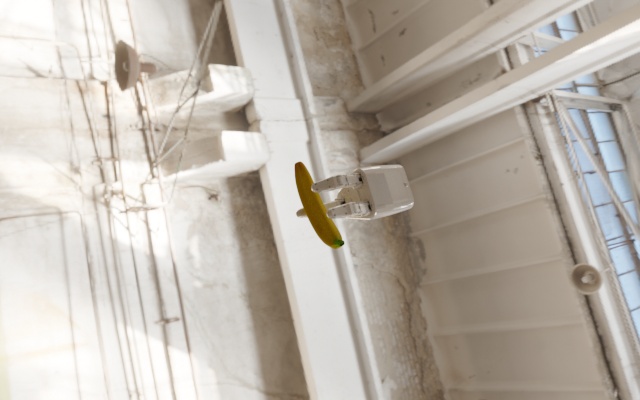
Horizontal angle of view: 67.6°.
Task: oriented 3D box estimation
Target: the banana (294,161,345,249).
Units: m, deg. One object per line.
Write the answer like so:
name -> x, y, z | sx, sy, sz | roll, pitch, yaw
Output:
banana -> -0.003, 0.017, 0.870 | 0.037, 0.197, 0.070 | -14, -34, -26
